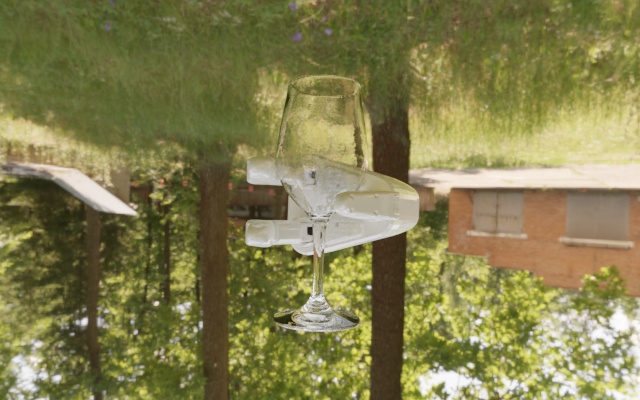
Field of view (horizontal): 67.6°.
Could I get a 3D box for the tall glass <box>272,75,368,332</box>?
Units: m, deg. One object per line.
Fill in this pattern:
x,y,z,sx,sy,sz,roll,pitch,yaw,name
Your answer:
0.000,0.002,0.404,0.079,0.201,0.079,2,-1,0,tall glass
